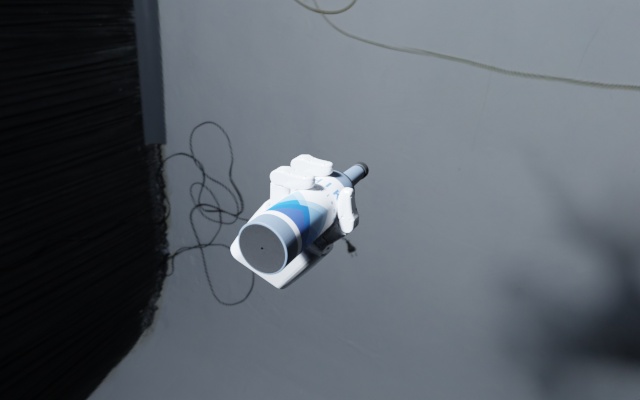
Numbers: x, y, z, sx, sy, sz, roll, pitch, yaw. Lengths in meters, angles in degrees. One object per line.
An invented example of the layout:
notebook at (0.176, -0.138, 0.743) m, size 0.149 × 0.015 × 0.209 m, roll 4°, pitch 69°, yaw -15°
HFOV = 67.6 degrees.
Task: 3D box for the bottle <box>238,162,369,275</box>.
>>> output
bottle at (0.000, 0.002, 0.657) m, size 0.069 × 0.069 × 0.295 m, roll 0°, pitch 21°, yaw 29°
